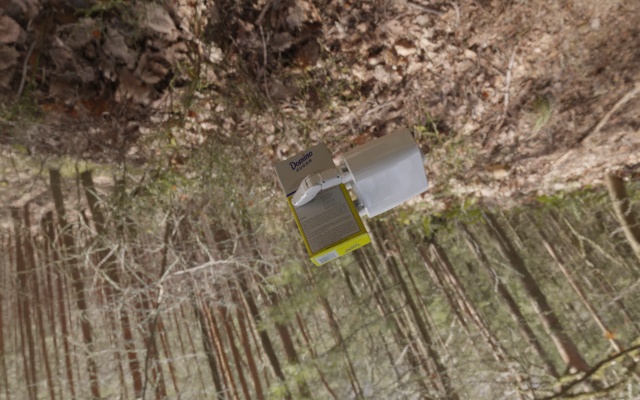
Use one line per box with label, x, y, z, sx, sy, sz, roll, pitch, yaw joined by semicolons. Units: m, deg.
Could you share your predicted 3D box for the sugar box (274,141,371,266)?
sugar box;0.000;0.003;0.742;0.093;0.176;0.048;-25;-30;4
